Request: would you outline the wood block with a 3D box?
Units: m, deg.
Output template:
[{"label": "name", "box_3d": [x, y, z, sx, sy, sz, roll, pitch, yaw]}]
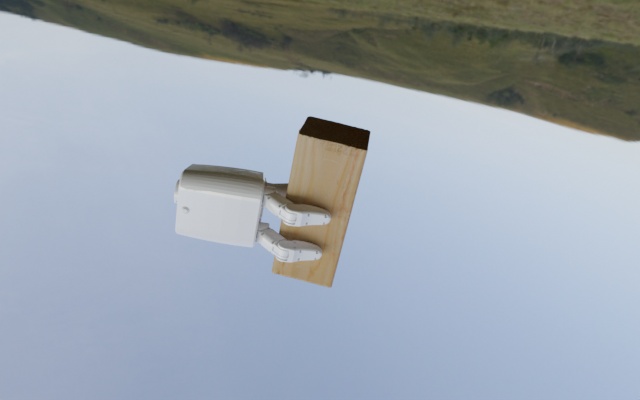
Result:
[{"label": "wood block", "box_3d": [0.000, 0.002, 0.657, 0.090, 0.206, 0.090, 14, 26, 1]}]
